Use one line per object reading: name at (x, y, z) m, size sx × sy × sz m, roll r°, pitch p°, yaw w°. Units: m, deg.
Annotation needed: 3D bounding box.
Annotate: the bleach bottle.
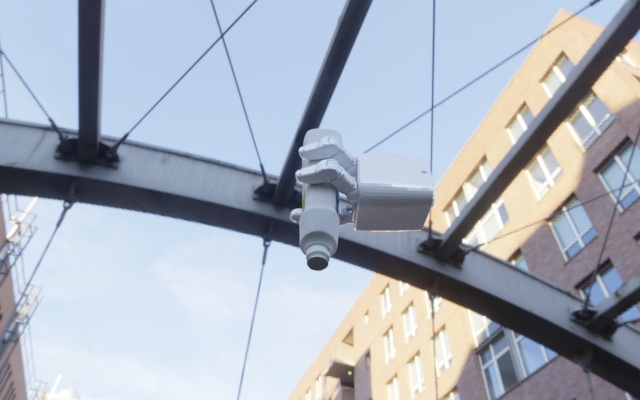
bleach bottle at (0.000, 0.002, 0.701) m, size 0.068 × 0.103 × 0.250 m, roll 2°, pitch 42°, yaw 1°
